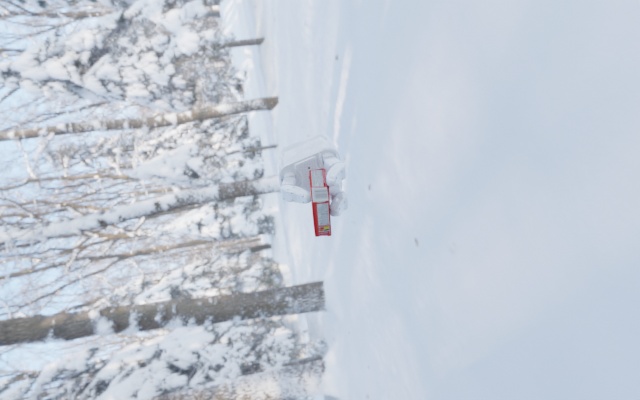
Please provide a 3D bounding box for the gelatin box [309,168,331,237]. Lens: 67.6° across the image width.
[{"bbox_3d":[0.000,0.003,0.773,0.030,0.073,0.089,-5,39,-1],"label":"gelatin box"}]
